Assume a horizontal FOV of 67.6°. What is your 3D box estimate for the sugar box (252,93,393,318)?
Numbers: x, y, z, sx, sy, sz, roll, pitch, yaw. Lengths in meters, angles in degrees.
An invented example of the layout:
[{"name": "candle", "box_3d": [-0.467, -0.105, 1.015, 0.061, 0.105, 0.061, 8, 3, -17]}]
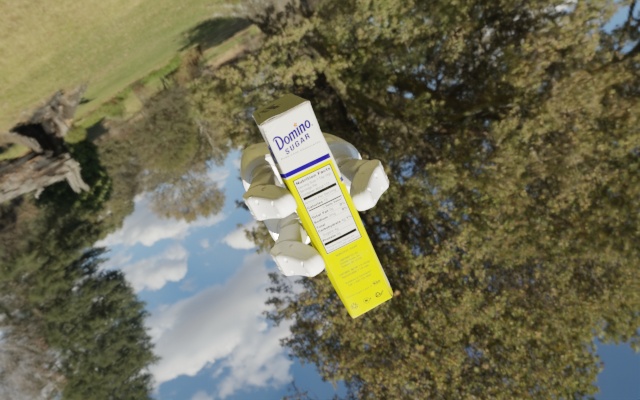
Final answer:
[{"name": "sugar box", "box_3d": [0.000, 0.002, 0.402, 0.048, 0.176, 0.093, -29, 19, -3]}]
